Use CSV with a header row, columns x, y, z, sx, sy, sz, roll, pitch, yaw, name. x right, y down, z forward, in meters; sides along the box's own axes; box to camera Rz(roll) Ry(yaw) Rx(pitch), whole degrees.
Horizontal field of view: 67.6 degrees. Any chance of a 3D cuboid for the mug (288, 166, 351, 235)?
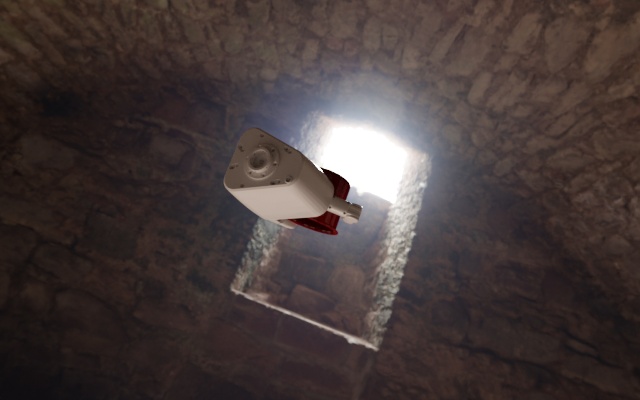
x,y,z,sx,sy,sz,roll,pitch,yaw,name
0.001,0.003,0.737,0.093,0.081,0.117,15,-14,25,mug
